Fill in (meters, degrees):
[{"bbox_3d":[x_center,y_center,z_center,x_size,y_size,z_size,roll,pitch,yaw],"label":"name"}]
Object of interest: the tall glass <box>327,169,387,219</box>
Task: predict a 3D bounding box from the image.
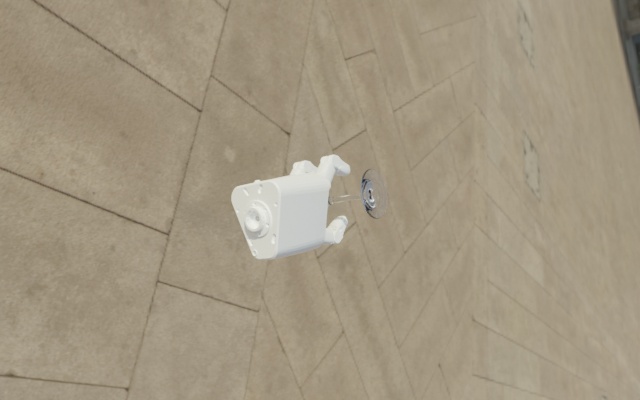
[{"bbox_3d":[0.001,0.002,0.759,0.201,0.079,0.079,-9,-5,36],"label":"tall glass"}]
